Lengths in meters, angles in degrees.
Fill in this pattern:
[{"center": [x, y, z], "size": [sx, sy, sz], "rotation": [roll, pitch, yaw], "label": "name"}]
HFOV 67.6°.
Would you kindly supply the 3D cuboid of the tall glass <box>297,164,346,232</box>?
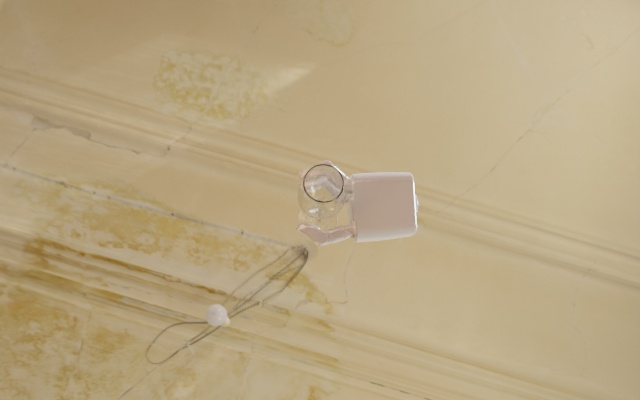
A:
[{"center": [0.000, 0.003, 0.810], "size": [0.079, 0.079, 0.201], "rotation": [0, -17, -3], "label": "tall glass"}]
